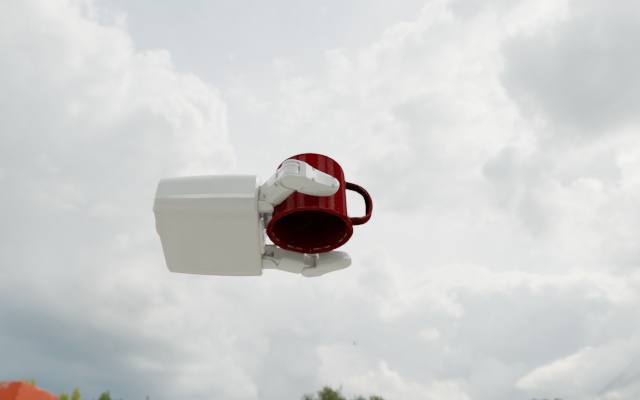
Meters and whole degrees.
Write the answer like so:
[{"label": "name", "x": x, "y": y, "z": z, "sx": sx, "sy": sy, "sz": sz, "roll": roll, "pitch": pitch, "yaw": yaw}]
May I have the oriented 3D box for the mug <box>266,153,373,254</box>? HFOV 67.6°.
[{"label": "mug", "x": 0.002, "y": 0.002, "z": 0.531, "sx": 0.117, "sy": 0.081, "sz": 0.093, "roll": 0, "pitch": -36, "yaw": -2}]
